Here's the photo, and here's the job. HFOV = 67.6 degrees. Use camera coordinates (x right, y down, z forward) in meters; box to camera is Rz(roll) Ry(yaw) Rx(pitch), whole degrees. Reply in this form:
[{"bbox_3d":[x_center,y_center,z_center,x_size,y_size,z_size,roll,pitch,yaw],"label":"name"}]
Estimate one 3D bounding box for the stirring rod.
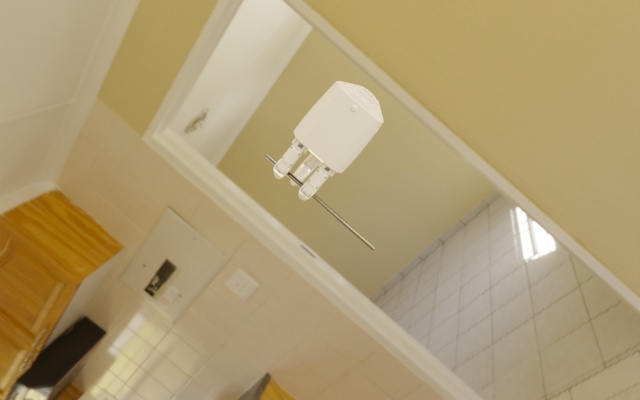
[{"bbox_3d":[0.000,0.003,0.805,0.239,0.011,0.011,41,-2,-2],"label":"stirring rod"}]
